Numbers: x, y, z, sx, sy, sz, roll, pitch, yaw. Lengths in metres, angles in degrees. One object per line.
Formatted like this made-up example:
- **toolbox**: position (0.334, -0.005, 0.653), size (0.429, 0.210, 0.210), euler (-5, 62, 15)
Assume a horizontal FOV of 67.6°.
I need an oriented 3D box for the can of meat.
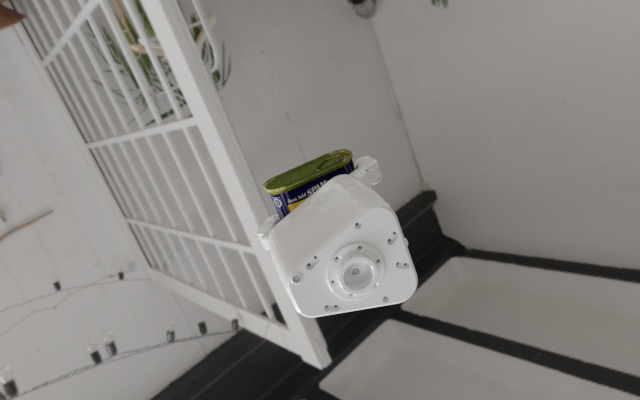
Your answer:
- **can of meat**: position (0.000, 0.002, 0.532), size (0.102, 0.084, 0.057), euler (-25, 18, -9)
